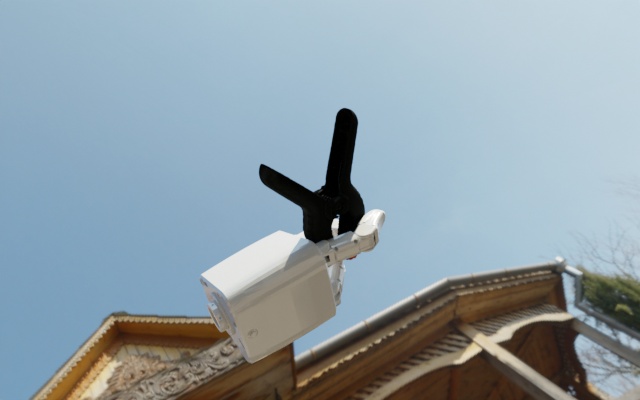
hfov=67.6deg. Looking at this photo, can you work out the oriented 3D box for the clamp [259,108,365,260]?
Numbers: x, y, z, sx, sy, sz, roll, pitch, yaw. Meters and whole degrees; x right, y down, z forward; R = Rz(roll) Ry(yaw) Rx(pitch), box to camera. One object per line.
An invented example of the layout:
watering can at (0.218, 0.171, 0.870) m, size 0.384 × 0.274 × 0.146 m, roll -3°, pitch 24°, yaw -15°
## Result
clamp at (0.000, 0.002, 0.498) m, size 0.120 × 0.172 × 0.039 m, roll -26°, pitch 33°, yaw -24°
